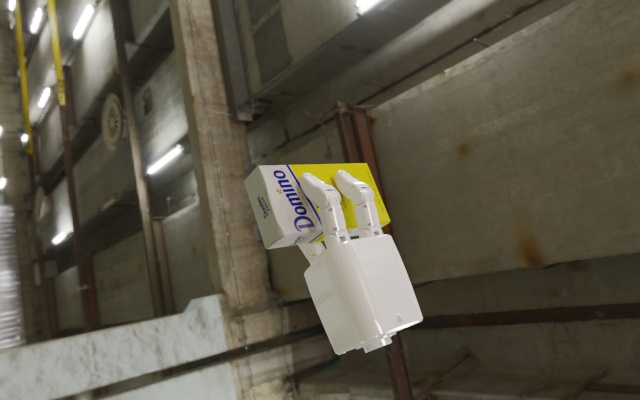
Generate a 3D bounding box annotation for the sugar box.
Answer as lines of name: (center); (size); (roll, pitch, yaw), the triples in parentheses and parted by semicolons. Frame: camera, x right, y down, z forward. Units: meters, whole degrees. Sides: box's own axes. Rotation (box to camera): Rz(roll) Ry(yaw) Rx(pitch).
sugar box: (0.001, 0.002, 0.600); (0.176, 0.093, 0.048); (-5, -24, -41)
